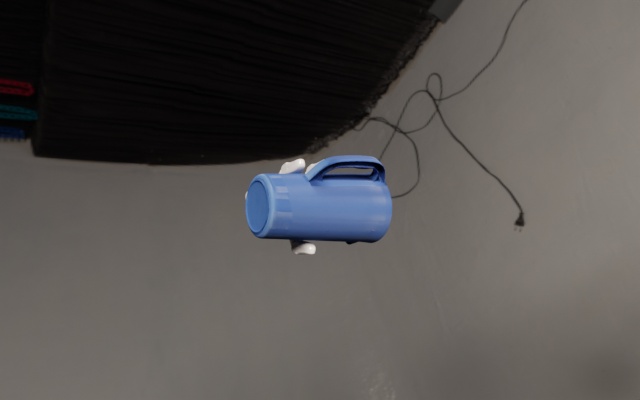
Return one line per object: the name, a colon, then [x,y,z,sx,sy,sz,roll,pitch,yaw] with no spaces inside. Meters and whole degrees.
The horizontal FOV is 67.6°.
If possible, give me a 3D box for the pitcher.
pitcher: [0.000,0.003,0.843,0.243,0.149,0.145,2,-10,-32]
